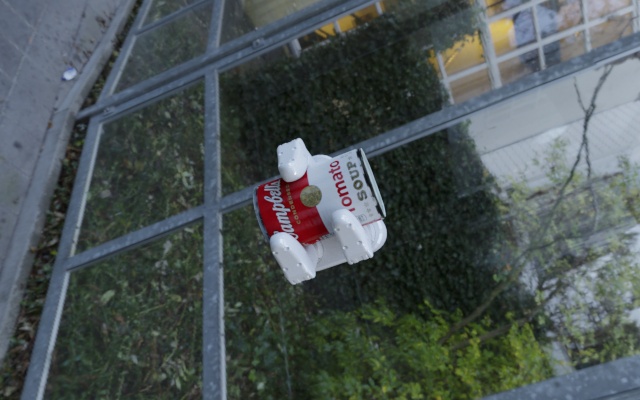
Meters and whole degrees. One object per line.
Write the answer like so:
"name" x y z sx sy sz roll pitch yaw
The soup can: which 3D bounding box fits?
"soup can" 0.000 0.001 0.429 0.102 0.068 0.068 -20 -4 10
